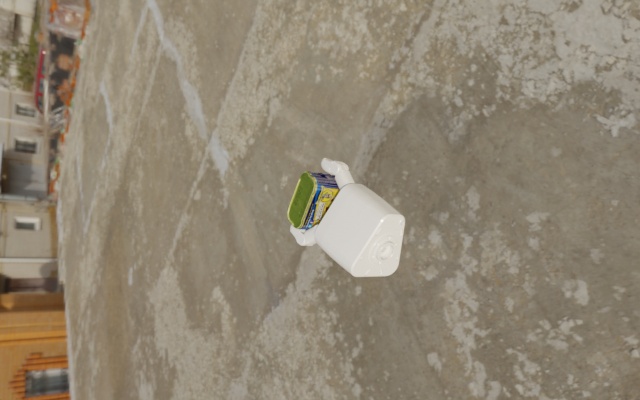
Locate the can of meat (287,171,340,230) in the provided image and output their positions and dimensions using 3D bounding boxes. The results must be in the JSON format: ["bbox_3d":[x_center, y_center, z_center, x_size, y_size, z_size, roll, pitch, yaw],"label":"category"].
[{"bbox_3d":[0.000,0.003,0.808,0.084,0.102,0.057,5,26,-35],"label":"can of meat"}]
